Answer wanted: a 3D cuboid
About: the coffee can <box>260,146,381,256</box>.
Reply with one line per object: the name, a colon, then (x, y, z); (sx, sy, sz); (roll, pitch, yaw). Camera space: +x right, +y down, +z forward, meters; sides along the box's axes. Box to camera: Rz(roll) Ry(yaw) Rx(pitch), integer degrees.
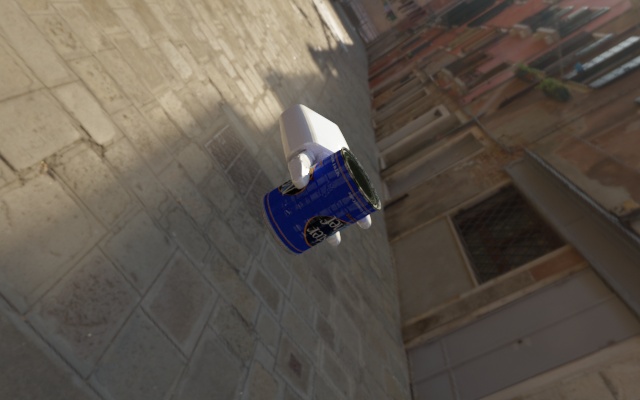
coffee can: (0.000, 0.002, 0.683); (0.140, 0.103, 0.103); (-30, -9, 16)
